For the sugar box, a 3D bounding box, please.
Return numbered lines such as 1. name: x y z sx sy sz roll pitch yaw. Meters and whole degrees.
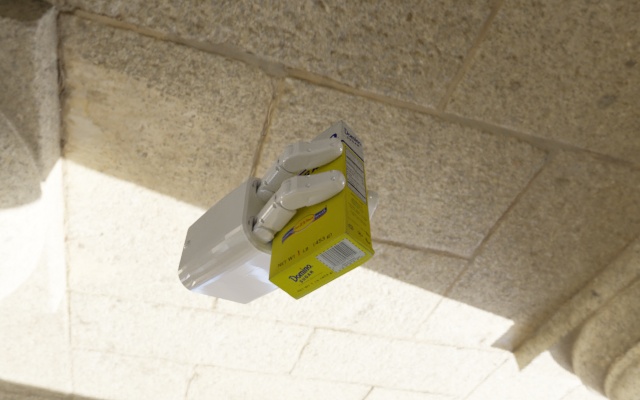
1. sugar box: 0.000 0.001 0.474 0.093 0.176 0.048 -33 -55 25
